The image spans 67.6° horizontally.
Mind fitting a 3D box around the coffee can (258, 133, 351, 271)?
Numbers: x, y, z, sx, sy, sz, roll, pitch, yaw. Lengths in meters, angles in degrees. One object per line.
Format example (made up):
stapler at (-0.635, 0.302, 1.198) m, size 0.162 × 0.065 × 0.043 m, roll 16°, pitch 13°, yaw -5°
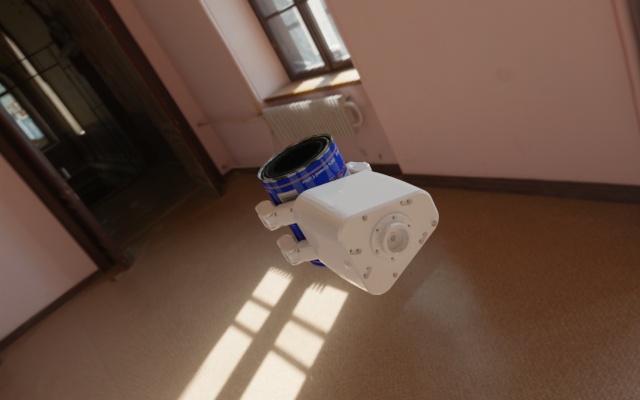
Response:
coffee can at (0.000, 0.002, 0.601) m, size 0.103 × 0.140 × 0.102 m, roll -25°, pitch 24°, yaw 12°
